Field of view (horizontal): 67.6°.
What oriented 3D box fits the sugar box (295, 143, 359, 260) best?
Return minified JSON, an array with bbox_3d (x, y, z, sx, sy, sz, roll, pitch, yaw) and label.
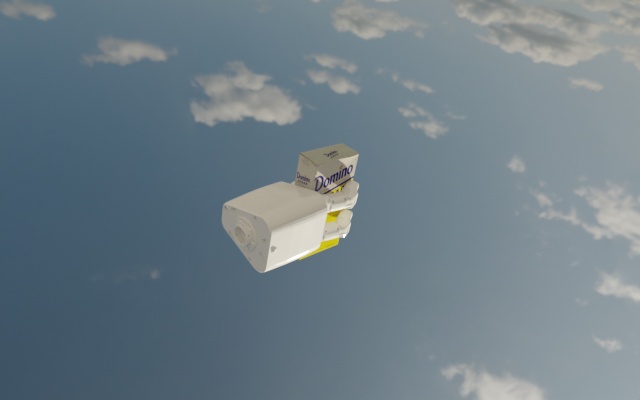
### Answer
[{"bbox_3d":[0.000,0.003,0.758,0.093,0.176,0.048,-19,44,-39],"label":"sugar box"}]
